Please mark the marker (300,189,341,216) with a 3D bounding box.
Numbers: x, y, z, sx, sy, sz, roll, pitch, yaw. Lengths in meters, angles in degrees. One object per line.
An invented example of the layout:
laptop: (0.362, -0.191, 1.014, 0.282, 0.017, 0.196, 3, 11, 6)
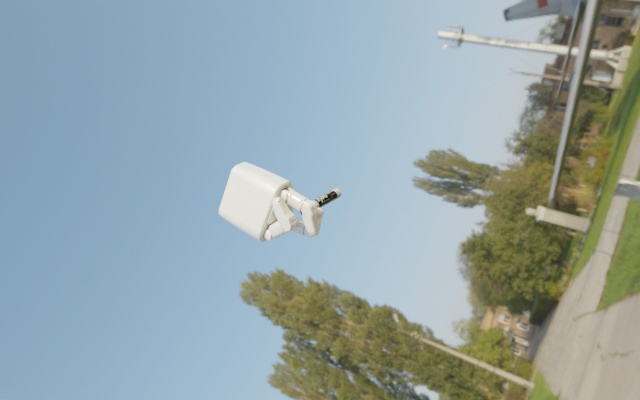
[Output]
marker: (0.000, 0.003, 0.876, 0.020, 0.020, 0.121, 0, 17, 34)
